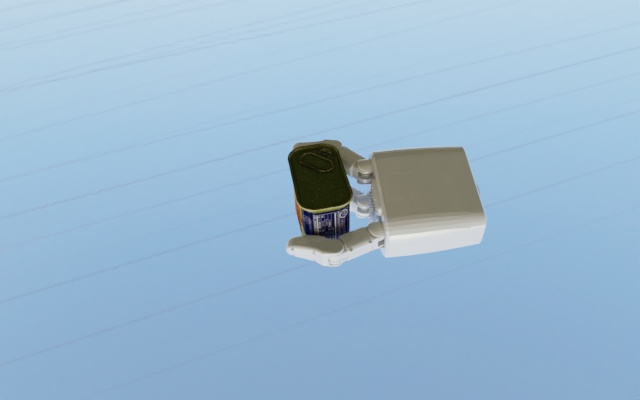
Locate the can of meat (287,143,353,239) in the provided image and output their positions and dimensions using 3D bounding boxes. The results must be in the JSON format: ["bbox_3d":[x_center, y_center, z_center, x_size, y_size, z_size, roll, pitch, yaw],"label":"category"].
[{"bbox_3d":[0.000,0.002,0.527,0.057,0.084,0.102,-10,45,-6],"label":"can of meat"}]
